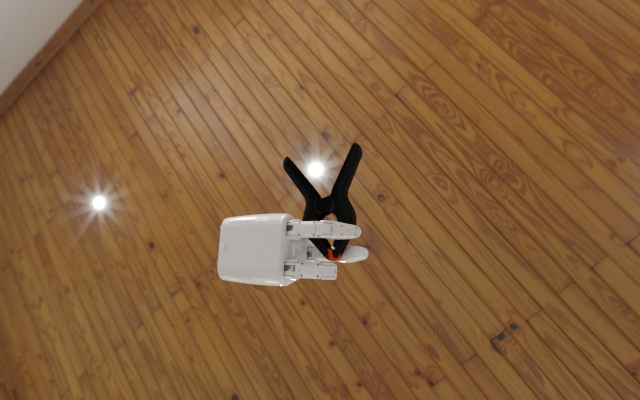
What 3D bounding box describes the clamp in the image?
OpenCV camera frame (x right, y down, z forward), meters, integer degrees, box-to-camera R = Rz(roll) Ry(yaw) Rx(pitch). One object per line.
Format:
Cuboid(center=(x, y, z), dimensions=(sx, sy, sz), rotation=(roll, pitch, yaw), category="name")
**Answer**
Cuboid(center=(0.000, 0.003, 0.693), dimensions=(0.120, 0.171, 0.039), rotation=(-2, -11, 24), category="clamp")
